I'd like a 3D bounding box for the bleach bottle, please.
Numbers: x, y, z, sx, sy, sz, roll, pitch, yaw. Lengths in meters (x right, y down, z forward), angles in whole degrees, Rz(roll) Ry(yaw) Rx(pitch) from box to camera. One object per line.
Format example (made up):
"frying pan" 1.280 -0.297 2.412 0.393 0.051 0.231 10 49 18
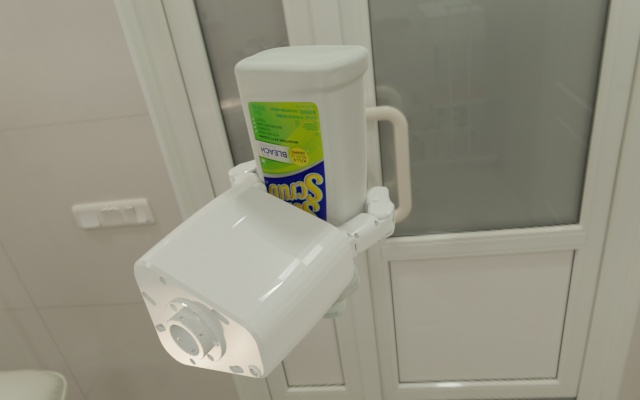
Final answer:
"bleach bottle" 0.000 0.001 0.412 0.102 0.251 0.068 11 34 32
